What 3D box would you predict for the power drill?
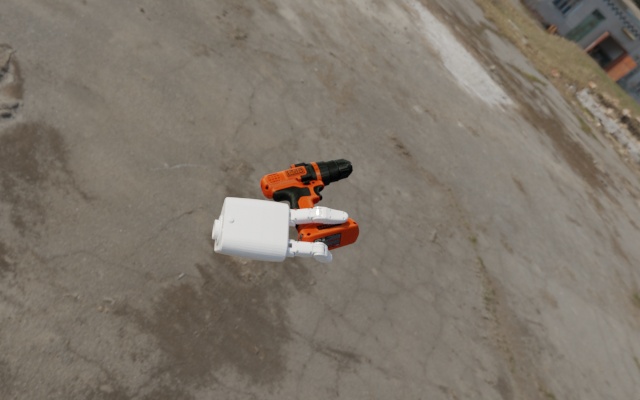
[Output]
[{"bbox_3d":[0.000,0.003,0.874,0.184,0.057,0.187,-16,48,-14],"label":"power drill"}]
